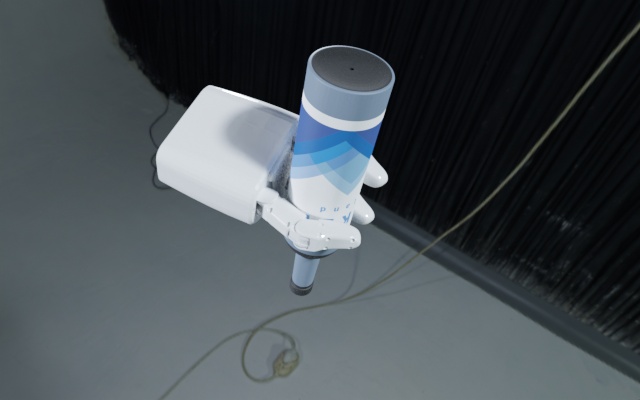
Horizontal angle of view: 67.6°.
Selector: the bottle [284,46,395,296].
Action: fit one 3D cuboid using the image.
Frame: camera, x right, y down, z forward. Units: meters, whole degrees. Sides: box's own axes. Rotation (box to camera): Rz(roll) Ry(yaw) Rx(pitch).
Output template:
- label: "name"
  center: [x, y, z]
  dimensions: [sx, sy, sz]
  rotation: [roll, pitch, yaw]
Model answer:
- label: "bottle"
  center: [0.000, 0.001, 0.462]
  dimensions: [0.069, 0.069, 0.296]
  rotation: [0, -43, -13]
